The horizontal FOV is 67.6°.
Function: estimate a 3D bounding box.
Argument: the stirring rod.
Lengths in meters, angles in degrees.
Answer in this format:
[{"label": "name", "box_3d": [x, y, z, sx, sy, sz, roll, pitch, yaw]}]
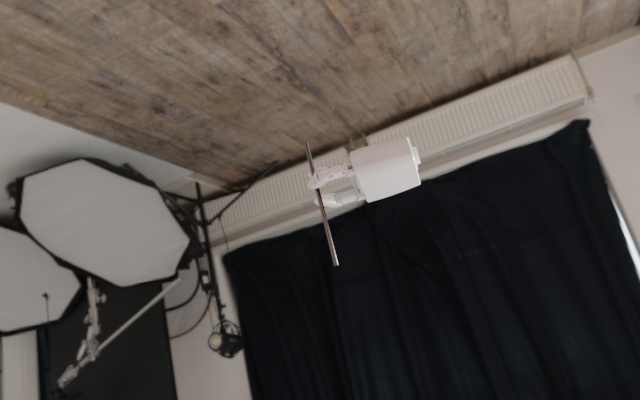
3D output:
[{"label": "stirring rod", "box_3d": [0.000, 0.003, 0.872, 0.011, 0.239, 0.011, -13, -17, -4]}]
